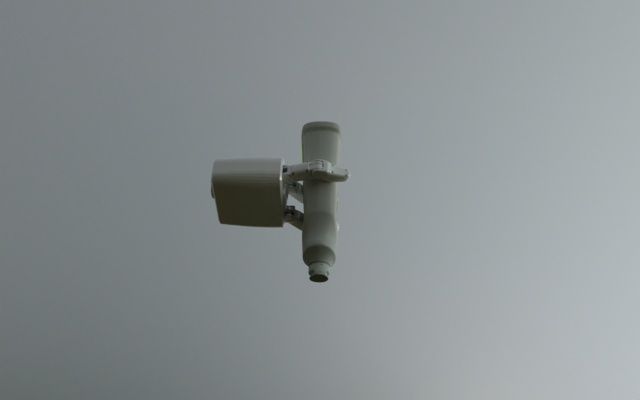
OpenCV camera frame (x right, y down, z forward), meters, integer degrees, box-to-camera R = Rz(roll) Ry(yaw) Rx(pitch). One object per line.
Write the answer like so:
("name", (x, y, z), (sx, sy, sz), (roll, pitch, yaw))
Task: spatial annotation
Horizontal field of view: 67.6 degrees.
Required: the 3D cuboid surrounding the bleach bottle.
("bleach bottle", (0.000, 0.002, 0.744), (0.068, 0.250, 0.103), (0, -33, 2))
